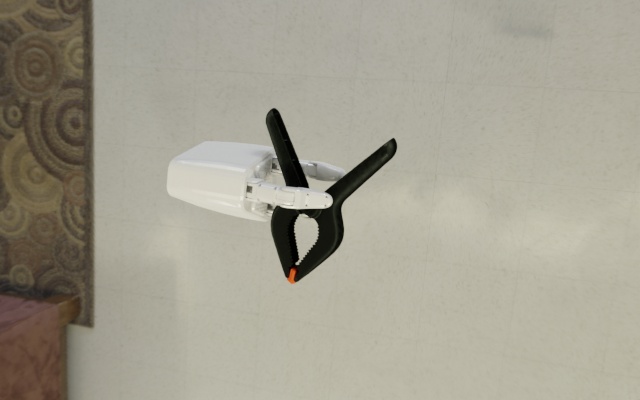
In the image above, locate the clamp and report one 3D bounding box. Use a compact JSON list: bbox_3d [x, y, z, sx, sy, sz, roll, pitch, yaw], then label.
[{"bbox_3d":[0.000,0.002,0.576,0.164,0.210,0.036,10,9,19],"label":"clamp"}]
